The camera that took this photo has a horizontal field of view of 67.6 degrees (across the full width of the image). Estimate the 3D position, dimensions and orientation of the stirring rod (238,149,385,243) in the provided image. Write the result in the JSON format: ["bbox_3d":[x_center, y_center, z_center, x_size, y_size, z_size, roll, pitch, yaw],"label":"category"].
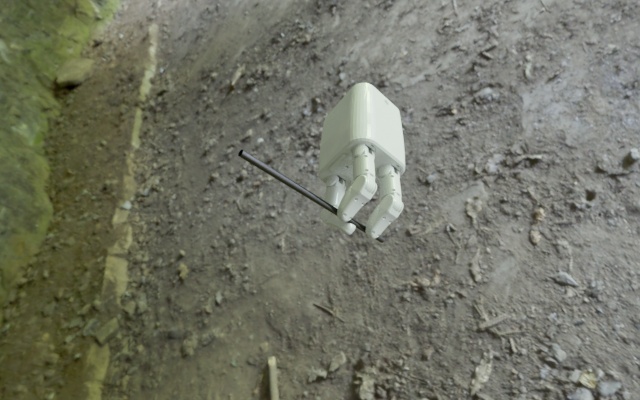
[{"bbox_3d":[0.000,0.002,0.563,0.240,0.011,0.011,32,-20,-37],"label":"stirring rod"}]
